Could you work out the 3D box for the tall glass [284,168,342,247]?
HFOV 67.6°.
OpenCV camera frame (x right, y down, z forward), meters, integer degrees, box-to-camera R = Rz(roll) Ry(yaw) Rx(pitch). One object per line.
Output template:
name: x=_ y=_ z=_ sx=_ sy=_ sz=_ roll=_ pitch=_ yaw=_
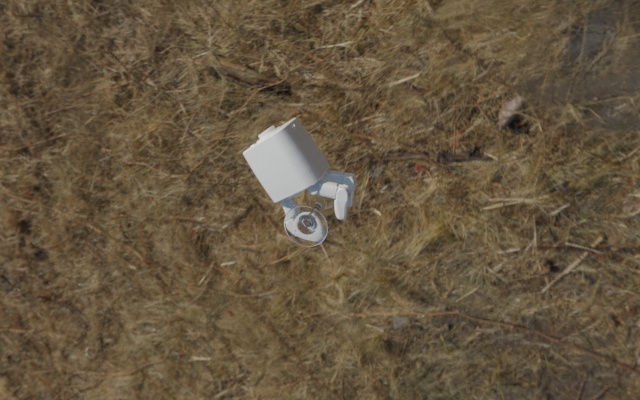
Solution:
tall glass: x=0.000 y=0.003 z=0.856 sx=0.079 sy=0.079 sz=0.201 roll=0 pitch=23 yaw=15
